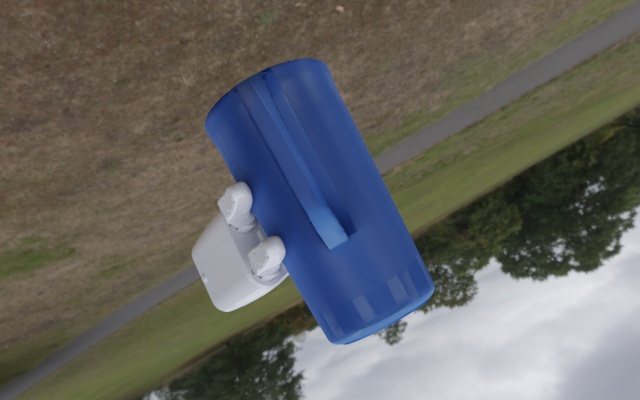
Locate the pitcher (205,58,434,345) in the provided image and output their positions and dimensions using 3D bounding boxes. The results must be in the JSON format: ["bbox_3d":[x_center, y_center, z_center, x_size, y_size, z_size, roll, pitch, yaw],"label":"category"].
[{"bbox_3d":[0.000,0.001,0.437,0.149,0.243,0.145,-19,-13,-42],"label":"pitcher"}]
